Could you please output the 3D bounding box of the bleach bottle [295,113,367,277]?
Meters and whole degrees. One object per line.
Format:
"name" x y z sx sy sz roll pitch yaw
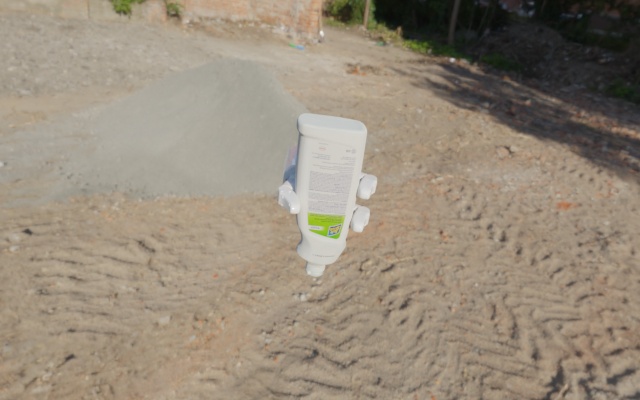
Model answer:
"bleach bottle" 0.000 0.002 0.718 0.102 0.251 0.068 7 25 -5
